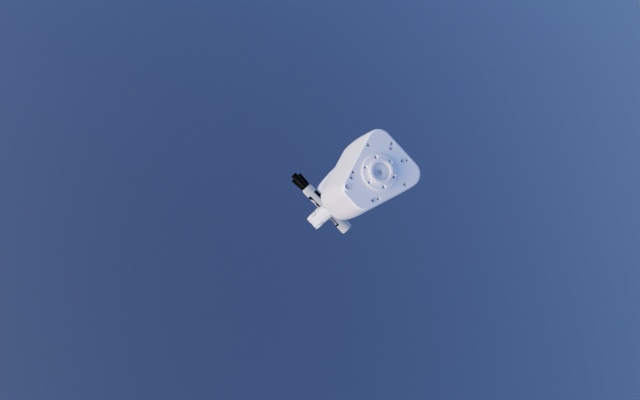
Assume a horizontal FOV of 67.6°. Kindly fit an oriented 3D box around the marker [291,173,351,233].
[{"bbox_3d":[0.000,0.002,0.746,0.020,0.121,0.020,-44,4,4],"label":"marker"}]
